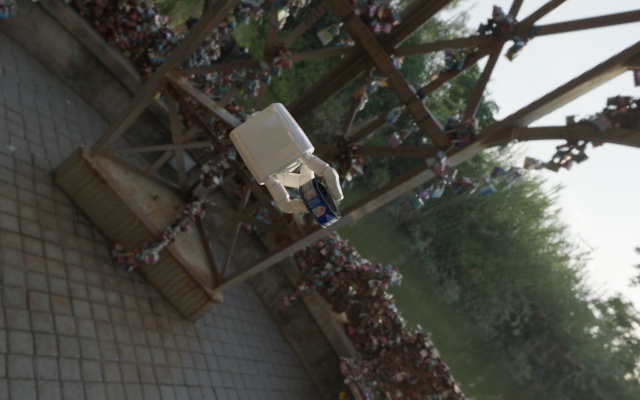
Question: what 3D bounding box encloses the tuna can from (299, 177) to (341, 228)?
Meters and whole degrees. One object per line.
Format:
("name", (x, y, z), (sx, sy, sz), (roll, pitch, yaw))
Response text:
("tuna can", (0.001, 0.002, 0.827), (0.034, 0.086, 0.086), (-32, -8, 12))
